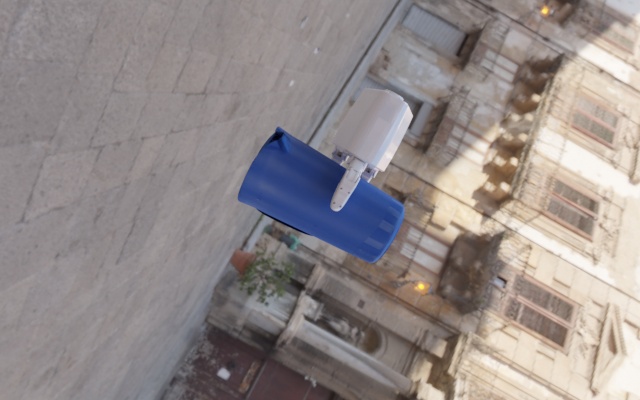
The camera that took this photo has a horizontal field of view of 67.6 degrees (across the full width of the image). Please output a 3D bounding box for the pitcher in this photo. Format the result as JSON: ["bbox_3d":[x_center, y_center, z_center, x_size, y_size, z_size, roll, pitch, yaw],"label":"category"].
[{"bbox_3d":[0.000,0.002,0.759,0.243,0.145,0.149,29,5,-1],"label":"pitcher"}]
